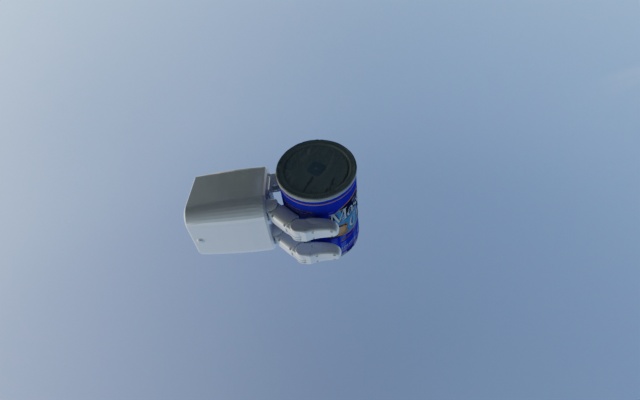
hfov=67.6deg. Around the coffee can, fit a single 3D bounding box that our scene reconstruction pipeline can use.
[{"bbox_3d":[0.000,0.002,0.652,0.103,0.102,0.140,0,-39,6],"label":"coffee can"}]
